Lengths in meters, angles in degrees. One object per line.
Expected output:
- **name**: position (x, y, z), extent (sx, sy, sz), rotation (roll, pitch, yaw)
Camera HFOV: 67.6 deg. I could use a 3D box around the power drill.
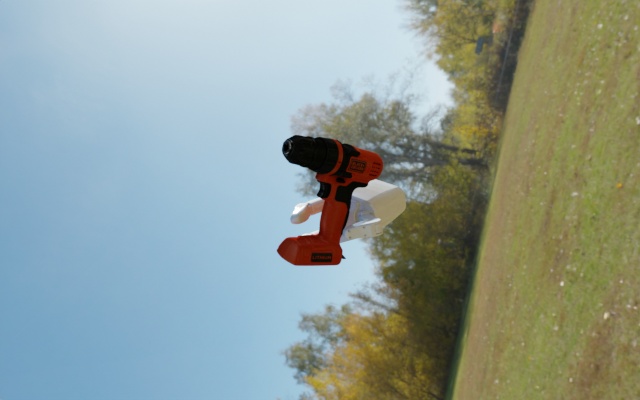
- **power drill**: position (0.000, 0.003, 0.698), extent (0.184, 0.188, 0.057), rotation (8, 17, -42)
